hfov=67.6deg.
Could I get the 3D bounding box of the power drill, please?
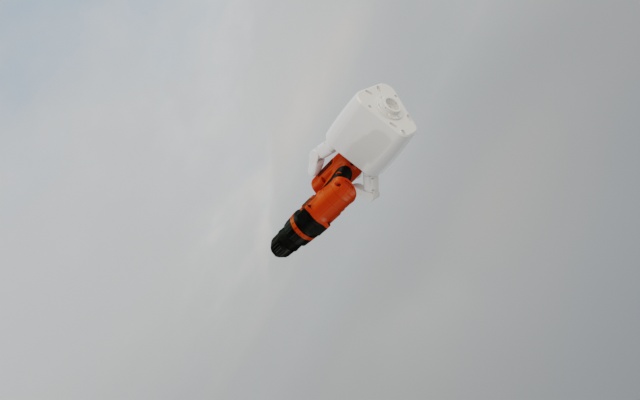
[{"bbox_3d":[0.000,0.002,0.811,0.184,0.057,0.187,-41,12,28],"label":"power drill"}]
